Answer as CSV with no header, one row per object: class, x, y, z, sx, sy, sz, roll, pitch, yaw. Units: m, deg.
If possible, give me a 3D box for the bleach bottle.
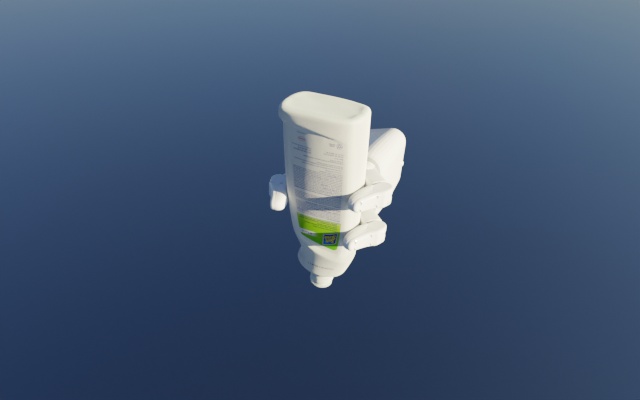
bleach bottle,0.000,0.002,0.586,0.102,0.251,0.068,17,36,20
